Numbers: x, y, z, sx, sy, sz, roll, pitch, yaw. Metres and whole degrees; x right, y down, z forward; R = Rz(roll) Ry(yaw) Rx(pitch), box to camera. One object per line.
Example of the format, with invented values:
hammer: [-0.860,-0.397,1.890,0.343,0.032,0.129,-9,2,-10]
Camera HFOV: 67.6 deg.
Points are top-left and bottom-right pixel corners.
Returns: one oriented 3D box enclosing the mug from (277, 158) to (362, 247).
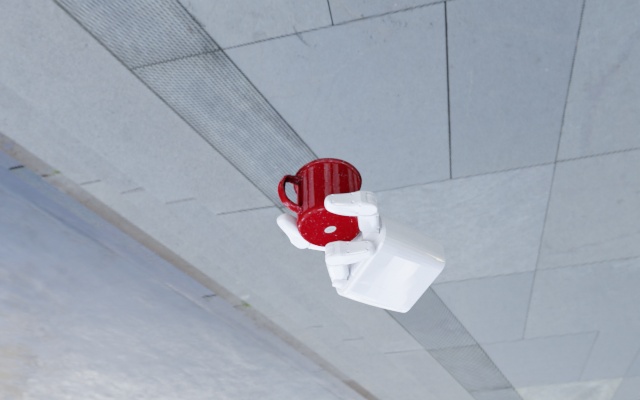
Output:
mug: [-0.001,0.002,0.611,0.117,0.081,0.093,21,-48,-22]
